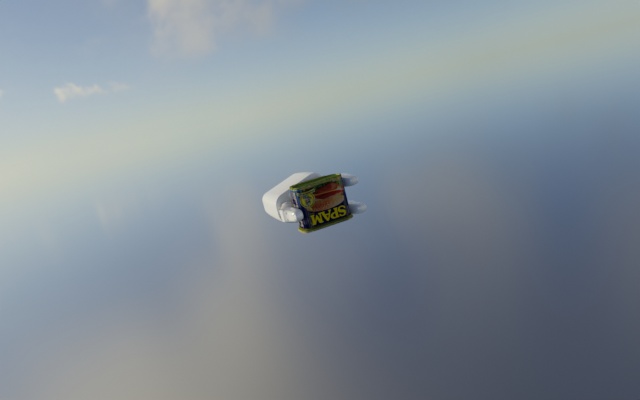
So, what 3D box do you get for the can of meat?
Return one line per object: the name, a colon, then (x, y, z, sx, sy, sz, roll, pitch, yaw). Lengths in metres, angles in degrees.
can of meat: (0.000, 0.003, 0.870, 0.102, 0.084, 0.057, -18, 11, -17)
